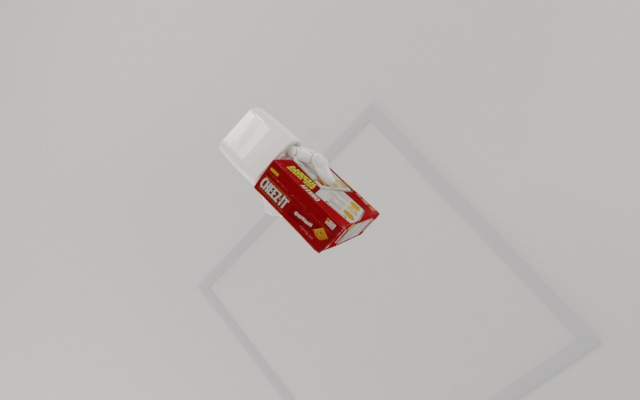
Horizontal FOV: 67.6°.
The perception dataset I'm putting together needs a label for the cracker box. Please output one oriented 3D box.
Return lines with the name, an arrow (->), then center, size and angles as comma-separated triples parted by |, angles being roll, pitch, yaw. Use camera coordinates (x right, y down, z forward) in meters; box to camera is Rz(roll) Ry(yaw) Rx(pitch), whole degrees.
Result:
cracker box -> 0.000, 0.003, 0.866 | 0.164, 0.072, 0.213 | 44, 19, 14
